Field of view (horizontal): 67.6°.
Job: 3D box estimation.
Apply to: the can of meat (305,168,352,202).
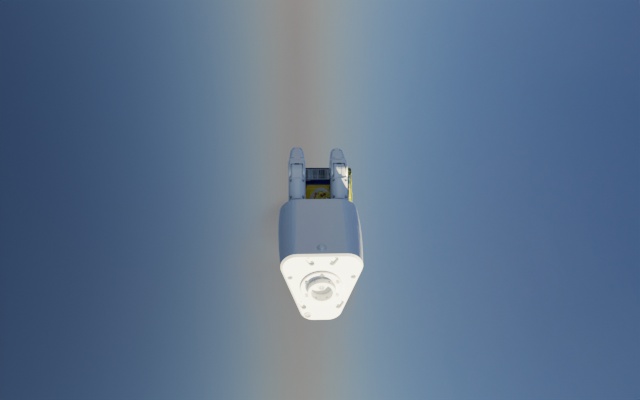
[{"bbox_3d":[0.000,0.002,0.671,0.084,0.102,0.057,0,30,-2],"label":"can of meat"}]
